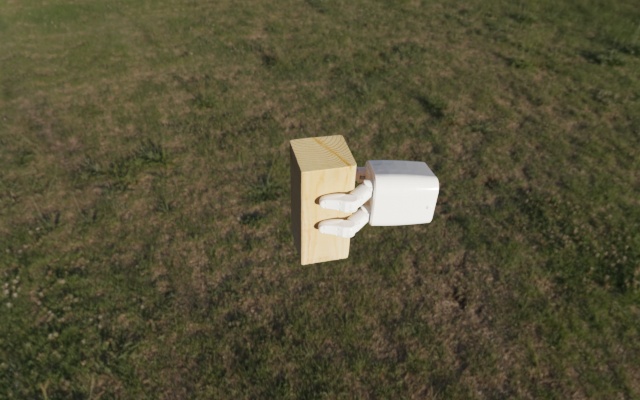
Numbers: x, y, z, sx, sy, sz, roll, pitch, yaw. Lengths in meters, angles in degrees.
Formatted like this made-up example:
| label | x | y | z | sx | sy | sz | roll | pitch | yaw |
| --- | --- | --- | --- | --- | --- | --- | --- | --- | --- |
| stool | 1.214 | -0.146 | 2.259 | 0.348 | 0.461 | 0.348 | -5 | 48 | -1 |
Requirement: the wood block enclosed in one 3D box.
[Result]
| label | x | y | z | sx | sy | sz | roll | pitch | yaw |
| --- | --- | --- | --- | --- | --- | --- | --- | --- | --- |
| wood block | 0.000 | 0.002 | 0.814 | 0.090 | 0.206 | 0.090 | -8 | 41 | -11 |
